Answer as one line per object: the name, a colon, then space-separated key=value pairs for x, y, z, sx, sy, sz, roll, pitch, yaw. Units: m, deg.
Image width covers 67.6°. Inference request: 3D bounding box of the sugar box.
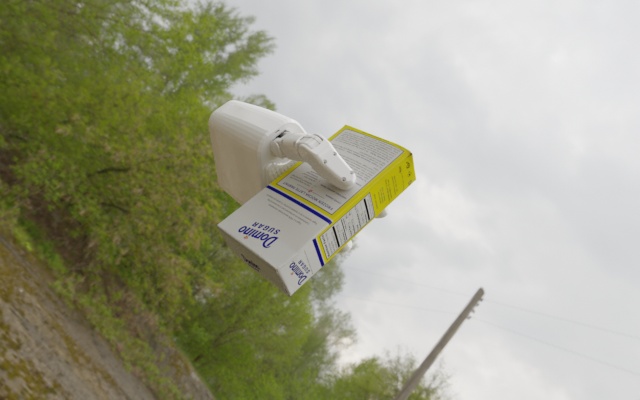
sugar box: x=0.000 y=0.002 z=0.454 sx=0.176 sy=0.048 sz=0.093 roll=-41 pitch=46 yaw=-21
